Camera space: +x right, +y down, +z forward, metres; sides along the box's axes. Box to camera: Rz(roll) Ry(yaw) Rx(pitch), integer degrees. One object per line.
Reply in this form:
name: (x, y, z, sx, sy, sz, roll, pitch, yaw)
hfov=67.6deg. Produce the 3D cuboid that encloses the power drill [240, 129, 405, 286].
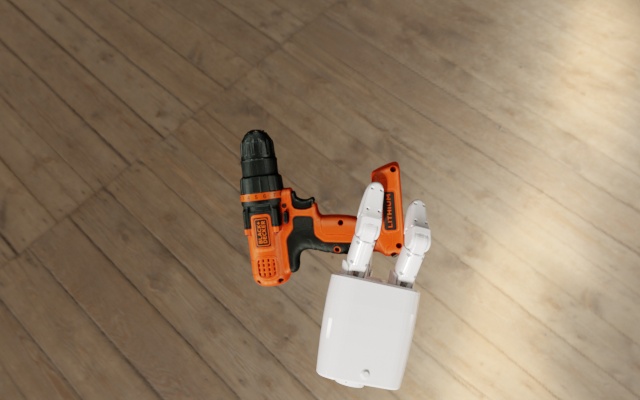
power drill: (0.001, 0.002, 0.553, 0.187, 0.184, 0.057, -6, 5, 10)
